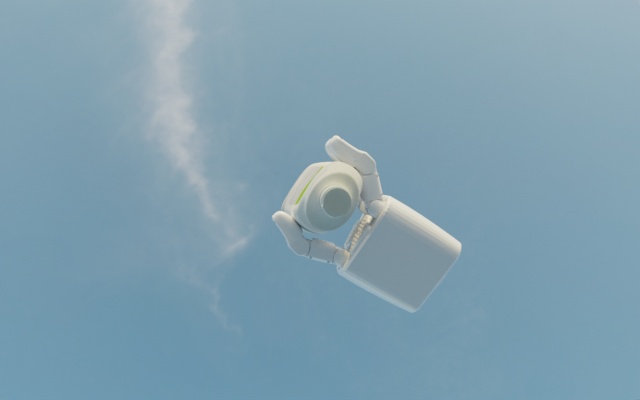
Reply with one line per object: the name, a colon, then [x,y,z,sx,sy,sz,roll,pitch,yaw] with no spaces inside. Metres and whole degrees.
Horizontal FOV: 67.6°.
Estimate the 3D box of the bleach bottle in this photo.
bleach bottle: [0.000,0.002,0.581,0.068,0.102,0.251,31,0,-6]
